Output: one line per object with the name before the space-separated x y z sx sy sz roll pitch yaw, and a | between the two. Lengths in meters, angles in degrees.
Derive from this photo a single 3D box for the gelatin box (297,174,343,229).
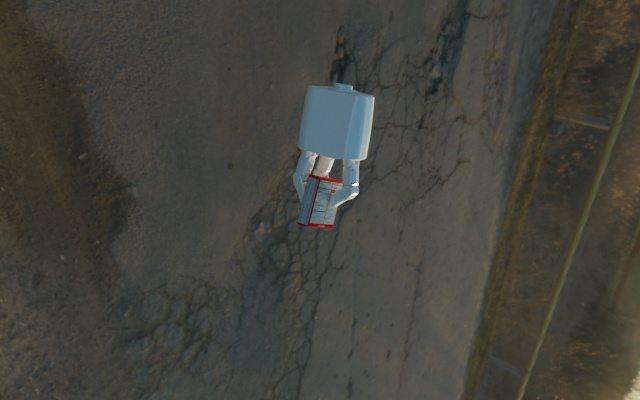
gelatin box | 0.000 0.003 0.837 0.030 0.089 0.073 17 6 36
